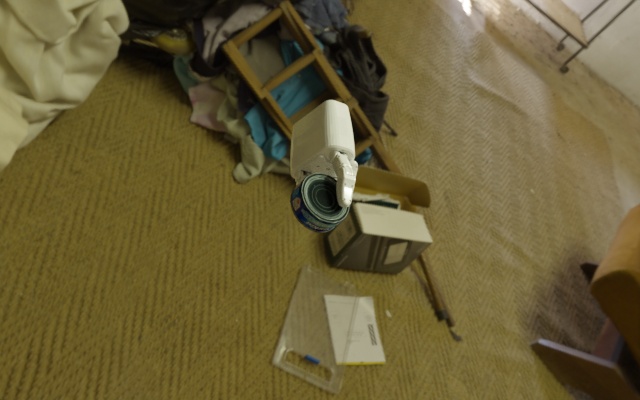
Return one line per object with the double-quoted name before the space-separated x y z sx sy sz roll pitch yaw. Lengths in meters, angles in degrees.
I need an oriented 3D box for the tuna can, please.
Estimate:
"tuna can" 0.000 0.002 0.712 0.086 0.086 0.034 0 -26 -34
